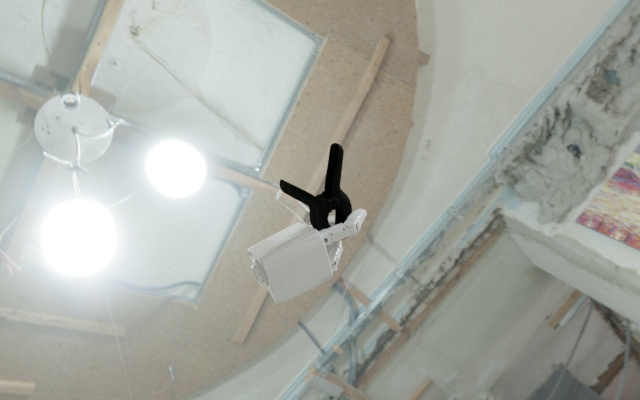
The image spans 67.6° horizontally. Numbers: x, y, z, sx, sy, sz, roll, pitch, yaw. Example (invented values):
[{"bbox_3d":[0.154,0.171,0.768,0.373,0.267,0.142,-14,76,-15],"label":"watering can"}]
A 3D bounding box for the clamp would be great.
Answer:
[{"bbox_3d":[0.000,0.002,0.782,0.120,0.172,0.039,-25,31,-18],"label":"clamp"}]
